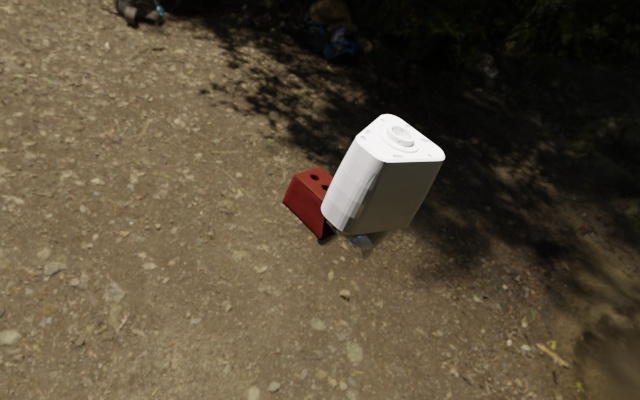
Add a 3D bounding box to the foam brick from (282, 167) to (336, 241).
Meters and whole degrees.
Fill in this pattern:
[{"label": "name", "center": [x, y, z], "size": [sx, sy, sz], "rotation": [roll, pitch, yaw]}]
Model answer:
[{"label": "foam brick", "center": [0.000, 0.002, 0.612], "size": [0.053, 0.051, 0.078], "rotation": [-22, 56, -44]}]
